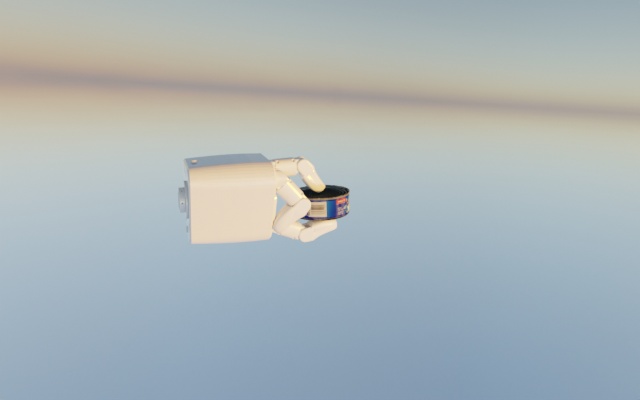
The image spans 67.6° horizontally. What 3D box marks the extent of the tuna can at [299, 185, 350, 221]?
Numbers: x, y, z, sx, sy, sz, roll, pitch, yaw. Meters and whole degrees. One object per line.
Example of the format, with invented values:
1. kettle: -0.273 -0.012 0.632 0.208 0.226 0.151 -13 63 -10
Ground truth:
1. tuna can: 0.000 0.003 0.695 0.086 0.034 0.086 -2 14 0
